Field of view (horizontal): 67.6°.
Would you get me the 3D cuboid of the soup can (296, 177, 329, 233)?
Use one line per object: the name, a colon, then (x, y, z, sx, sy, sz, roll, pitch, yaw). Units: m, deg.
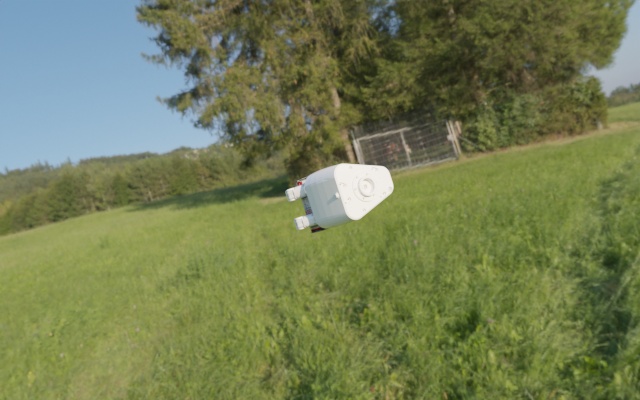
soup can: (0.000, 0.003, 0.894, 0.068, 0.102, 0.068, -18, 0, 0)
